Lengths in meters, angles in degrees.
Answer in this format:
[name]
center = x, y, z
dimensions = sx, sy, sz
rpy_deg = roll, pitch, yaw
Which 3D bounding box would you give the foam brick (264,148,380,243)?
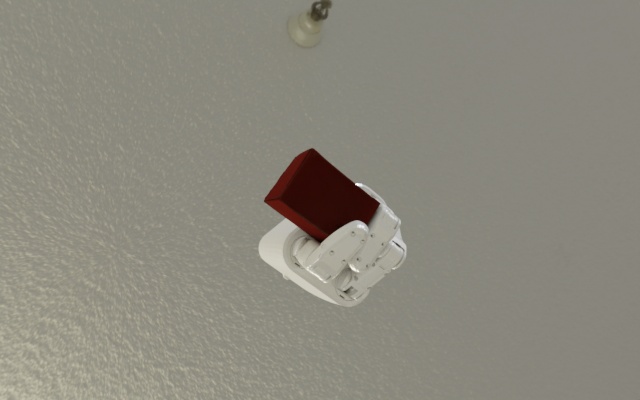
[foam brick]
center = 0.000, 0.001, 0.411
dimensions = 0.078, 0.053, 0.051
rpy_deg = 39, -14, -16
